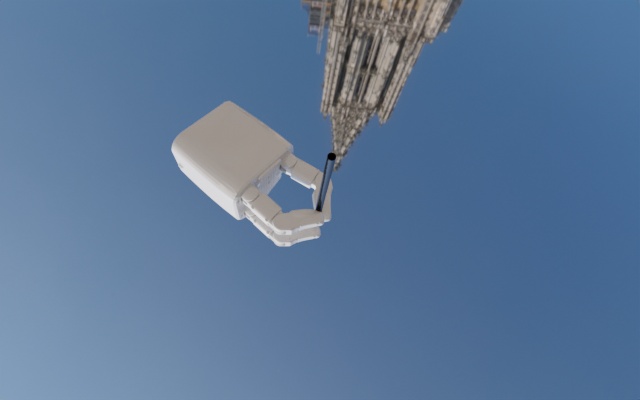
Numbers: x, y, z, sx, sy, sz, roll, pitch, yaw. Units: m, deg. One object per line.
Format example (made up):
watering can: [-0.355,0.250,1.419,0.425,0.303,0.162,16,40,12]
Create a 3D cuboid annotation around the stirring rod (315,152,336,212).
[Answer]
stirring rod: [0.000,0.002,0.532,0.011,0.011,0.240,0,-20,-5]
